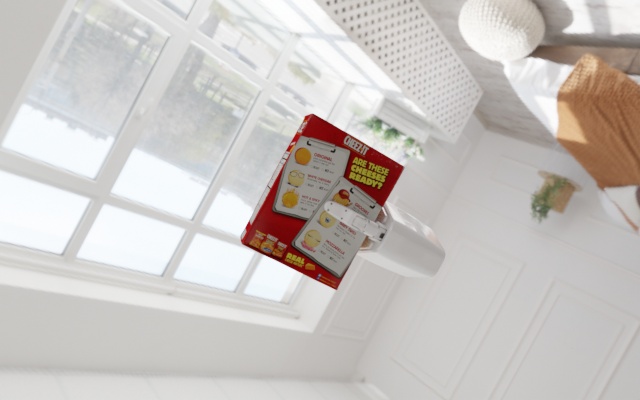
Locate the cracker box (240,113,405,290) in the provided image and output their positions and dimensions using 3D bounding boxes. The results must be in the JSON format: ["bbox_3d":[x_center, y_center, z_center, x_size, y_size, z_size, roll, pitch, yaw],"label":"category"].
[{"bbox_3d":[0.000,0.003,0.722,0.164,0.213,0.072,28,1,-15],"label":"cracker box"}]
